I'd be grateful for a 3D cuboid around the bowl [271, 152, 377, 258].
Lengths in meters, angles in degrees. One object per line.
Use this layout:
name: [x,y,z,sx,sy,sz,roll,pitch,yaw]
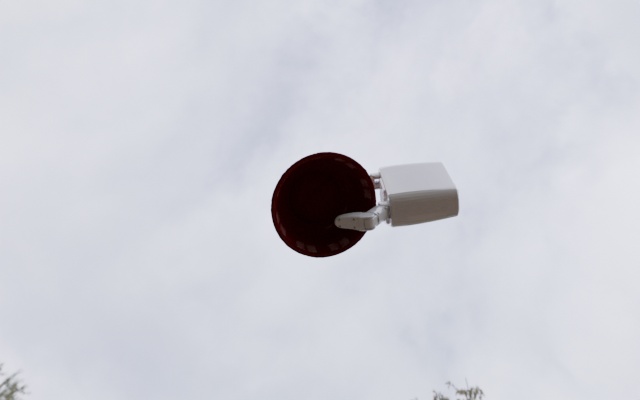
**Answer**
bowl: [-0.001,0.002,0.723,0.162,0.162,0.055,0,15,-16]
